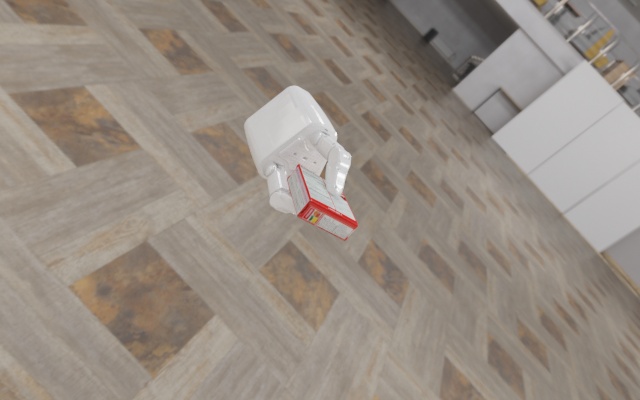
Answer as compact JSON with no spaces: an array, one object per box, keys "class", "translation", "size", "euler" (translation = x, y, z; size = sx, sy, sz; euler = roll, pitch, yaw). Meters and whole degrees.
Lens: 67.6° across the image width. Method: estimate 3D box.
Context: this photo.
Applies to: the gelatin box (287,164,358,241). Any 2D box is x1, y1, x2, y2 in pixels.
[{"class":"gelatin box","translation":[0.000,0.002,0.585],"size":[0.073,0.030,0.089],"euler":[29,21,-28]}]
